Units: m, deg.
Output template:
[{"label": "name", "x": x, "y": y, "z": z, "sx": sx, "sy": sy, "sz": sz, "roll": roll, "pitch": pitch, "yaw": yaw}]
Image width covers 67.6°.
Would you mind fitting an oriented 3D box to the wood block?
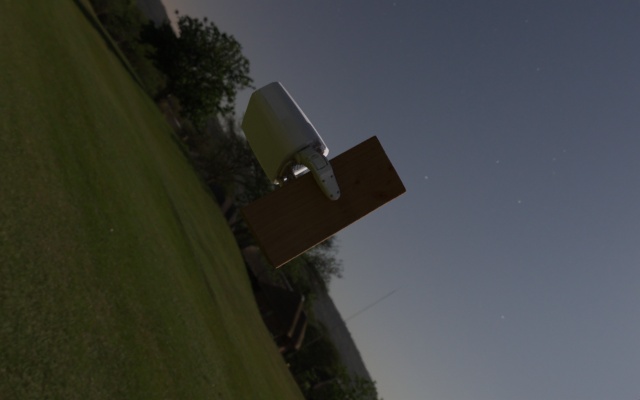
[{"label": "wood block", "x": 0.000, "y": 0.002, "z": 0.666, "sx": 0.206, "sy": 0.090, "sz": 0.091, "roll": -30, "pitch": 2, "yaw": -11}]
